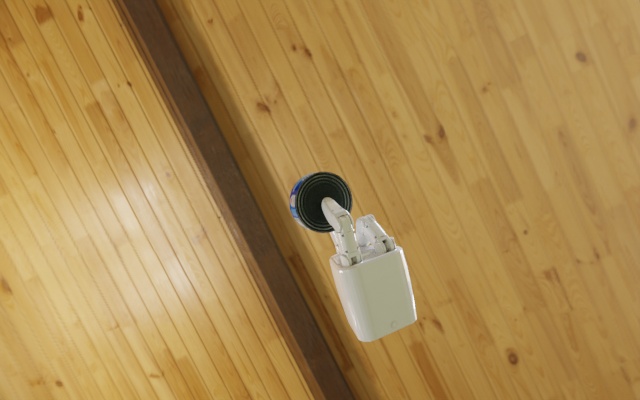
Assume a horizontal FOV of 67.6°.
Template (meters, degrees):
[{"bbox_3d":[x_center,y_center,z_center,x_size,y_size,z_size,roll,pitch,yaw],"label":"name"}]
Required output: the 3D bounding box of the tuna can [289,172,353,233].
[{"bbox_3d":[0.000,0.002,0.677,0.086,0.086,0.034,0,2,-21],"label":"tuna can"}]
